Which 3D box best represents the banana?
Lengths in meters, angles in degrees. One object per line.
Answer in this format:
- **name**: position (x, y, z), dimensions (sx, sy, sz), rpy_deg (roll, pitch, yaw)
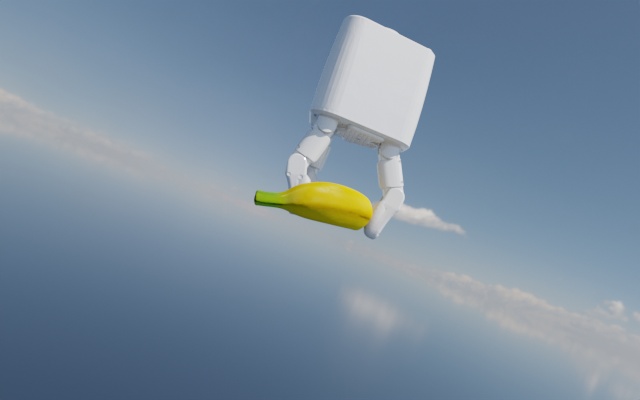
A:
- **banana**: position (0.015, 0.006, 0.456), dimensions (0.069, 0.037, 0.198), rpy_deg (15, -2, 23)
